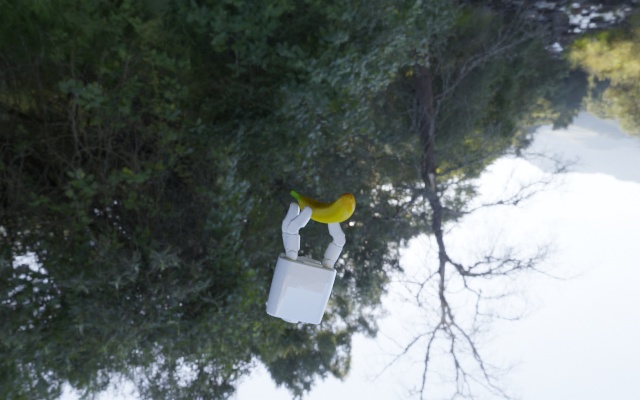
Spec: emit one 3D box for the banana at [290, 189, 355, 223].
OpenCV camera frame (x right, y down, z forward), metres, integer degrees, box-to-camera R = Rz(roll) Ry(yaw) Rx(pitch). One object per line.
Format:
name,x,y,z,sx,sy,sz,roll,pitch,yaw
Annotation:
banana,0.011,0.013,0.856,0.070,0.037,0.198,41,-20,-27
